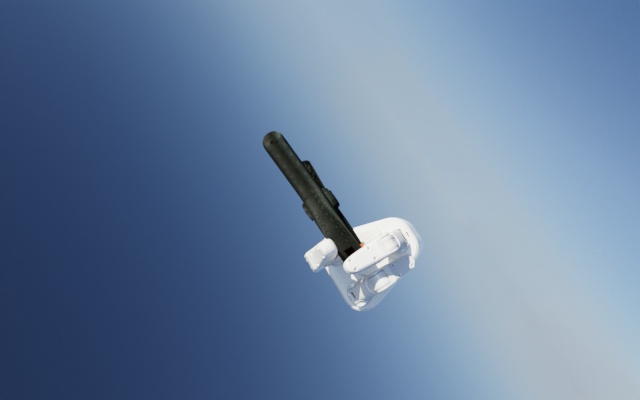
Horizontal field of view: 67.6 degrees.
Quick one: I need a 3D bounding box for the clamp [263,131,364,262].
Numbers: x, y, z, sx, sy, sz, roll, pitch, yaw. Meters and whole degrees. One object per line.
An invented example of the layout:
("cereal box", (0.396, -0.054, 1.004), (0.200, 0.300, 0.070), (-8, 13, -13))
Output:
("clamp", (0.001, 0.002, 0.550), (0.039, 0.171, 0.120), (-35, -12, 13))
